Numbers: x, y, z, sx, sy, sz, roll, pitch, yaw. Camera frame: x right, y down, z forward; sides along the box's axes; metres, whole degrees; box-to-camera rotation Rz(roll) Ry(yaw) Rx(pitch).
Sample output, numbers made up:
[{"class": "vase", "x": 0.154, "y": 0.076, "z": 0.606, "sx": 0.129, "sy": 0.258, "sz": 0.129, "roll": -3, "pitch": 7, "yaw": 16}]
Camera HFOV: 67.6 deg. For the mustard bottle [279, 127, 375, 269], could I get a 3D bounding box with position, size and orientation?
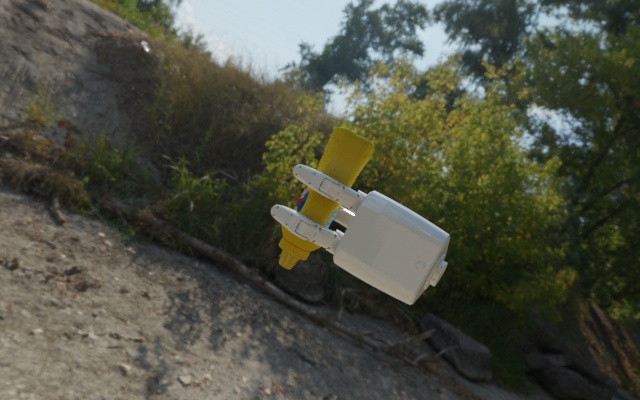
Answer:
[{"class": "mustard bottle", "x": 0.000, "y": 0.002, "z": 0.615, "sx": 0.058, "sy": 0.191, "sz": 0.096, "roll": 28, "pitch": 3, "yaw": -4}]
